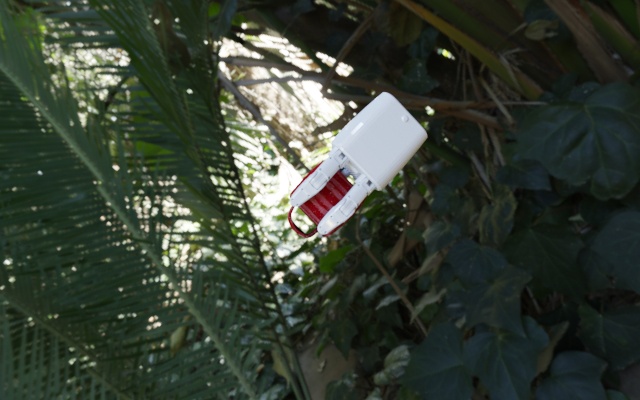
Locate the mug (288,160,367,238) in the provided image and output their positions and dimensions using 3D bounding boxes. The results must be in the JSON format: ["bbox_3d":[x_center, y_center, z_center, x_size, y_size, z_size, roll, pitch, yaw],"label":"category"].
[{"bbox_3d":[-0.001,0.003,0.712,0.081,0.117,0.093,45,-5,-8],"label":"mug"}]
